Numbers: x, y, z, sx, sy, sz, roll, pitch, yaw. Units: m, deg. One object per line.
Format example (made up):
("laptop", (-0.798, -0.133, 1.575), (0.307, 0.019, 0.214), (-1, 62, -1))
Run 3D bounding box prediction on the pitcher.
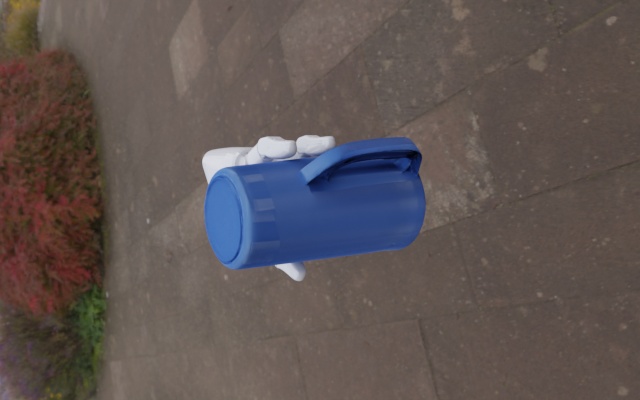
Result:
("pitcher", (0.000, 0.002, 0.554), (0.243, 0.149, 0.145), (-6, 10, -36))
